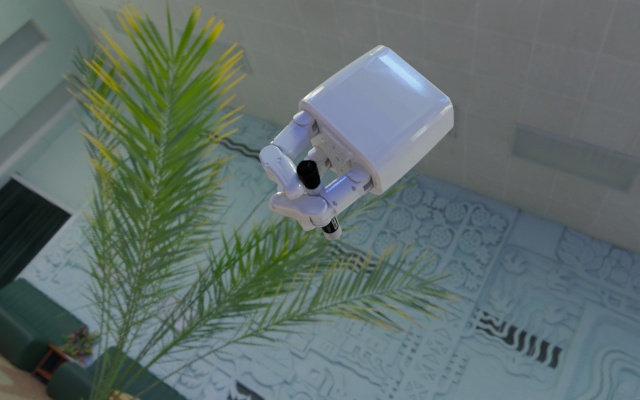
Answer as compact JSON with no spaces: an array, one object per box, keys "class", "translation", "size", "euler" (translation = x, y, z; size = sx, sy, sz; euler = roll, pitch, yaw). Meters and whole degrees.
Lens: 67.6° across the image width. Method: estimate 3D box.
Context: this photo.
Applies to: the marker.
[{"class":"marker","translation":[0.000,0.002,0.455],"size":[0.020,0.020,0.121],"euler":[0,-33,15]}]
